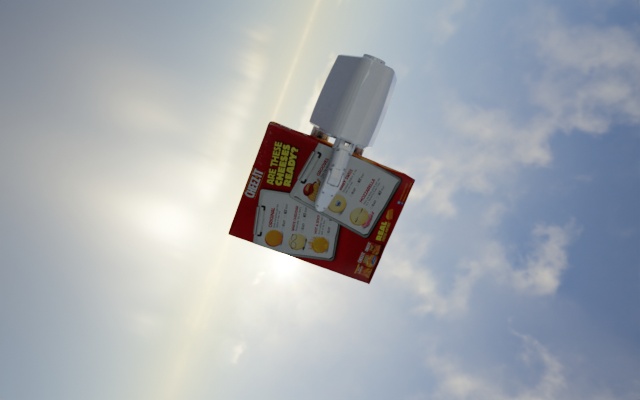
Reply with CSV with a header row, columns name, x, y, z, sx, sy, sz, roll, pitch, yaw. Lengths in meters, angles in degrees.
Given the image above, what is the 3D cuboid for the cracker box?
name,x,y,z,sx,sy,sz,roll,pitch,yaw
cracker box,0.000,0.002,0.675,0.214,0.164,0.072,21,10,-9
